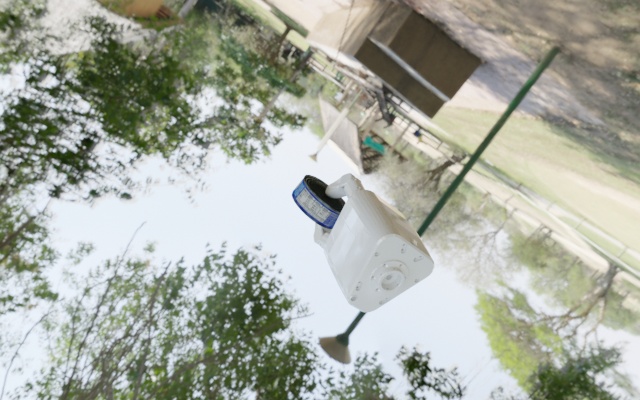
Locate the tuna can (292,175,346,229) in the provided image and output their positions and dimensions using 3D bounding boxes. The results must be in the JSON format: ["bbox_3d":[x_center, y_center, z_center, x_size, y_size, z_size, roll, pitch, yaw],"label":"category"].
[{"bbox_3d":[0.000,0.003,0.703,0.086,0.034,0.086,36,18,-13],"label":"tuna can"}]
